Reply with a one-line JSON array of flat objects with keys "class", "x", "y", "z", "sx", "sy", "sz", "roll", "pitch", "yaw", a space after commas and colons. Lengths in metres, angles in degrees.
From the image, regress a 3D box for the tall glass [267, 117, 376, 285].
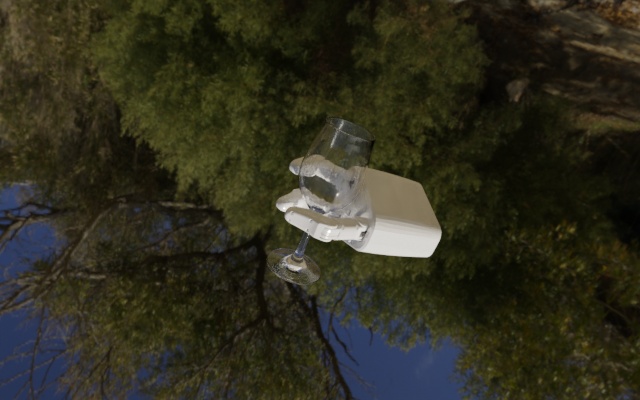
[{"class": "tall glass", "x": 0.000, "y": 0.002, "z": 0.583, "sx": 0.079, "sy": 0.201, "sz": 0.079, "roll": 18, "pitch": 24, "yaw": -9}]
